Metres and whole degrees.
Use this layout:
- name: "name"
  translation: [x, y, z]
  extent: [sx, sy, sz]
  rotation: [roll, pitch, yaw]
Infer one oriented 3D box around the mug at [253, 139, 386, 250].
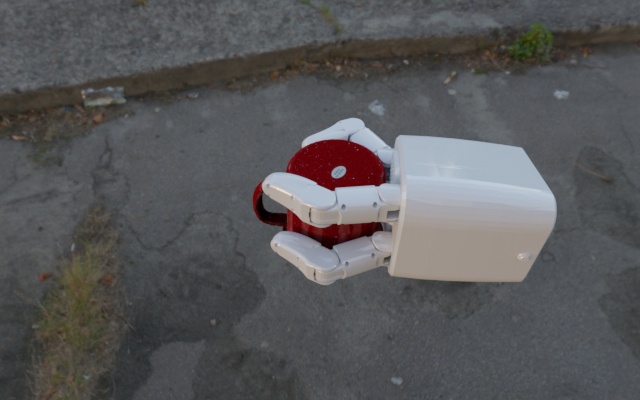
- name: "mug"
  translation: [-0.001, 0.001, 0.410]
  extent: [0.117, 0.093, 0.082]
  rotation: [4, -43, 3]
